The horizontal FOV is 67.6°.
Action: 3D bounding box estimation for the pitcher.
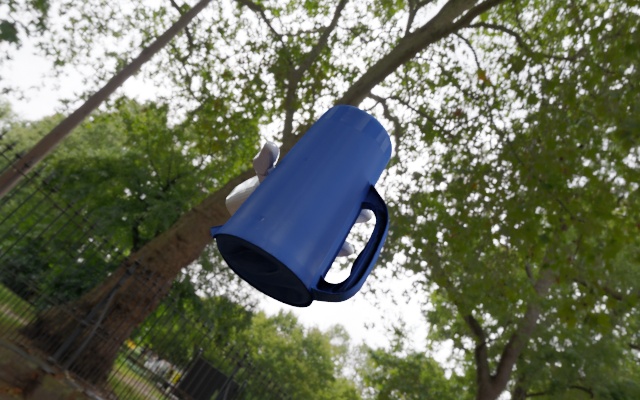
[{"bbox_3d":[0.000,0.002,0.579,0.149,0.242,0.145,45,-29,-18],"label":"pitcher"}]
